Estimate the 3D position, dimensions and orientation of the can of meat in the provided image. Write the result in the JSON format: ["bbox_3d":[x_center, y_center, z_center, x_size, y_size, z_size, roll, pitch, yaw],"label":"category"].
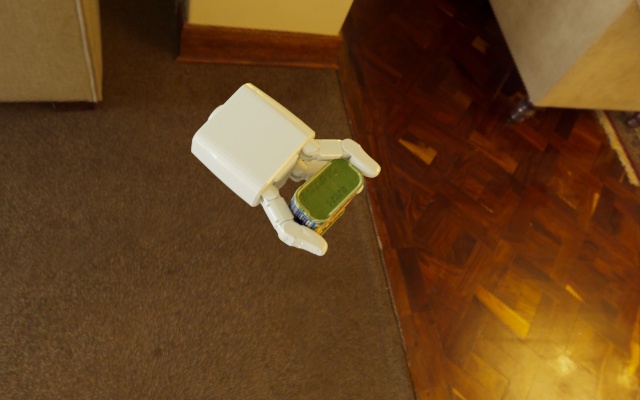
[{"bbox_3d":[0.000,0.002,0.603,0.102,0.057,0.084,-44,-6,-30],"label":"can of meat"}]
